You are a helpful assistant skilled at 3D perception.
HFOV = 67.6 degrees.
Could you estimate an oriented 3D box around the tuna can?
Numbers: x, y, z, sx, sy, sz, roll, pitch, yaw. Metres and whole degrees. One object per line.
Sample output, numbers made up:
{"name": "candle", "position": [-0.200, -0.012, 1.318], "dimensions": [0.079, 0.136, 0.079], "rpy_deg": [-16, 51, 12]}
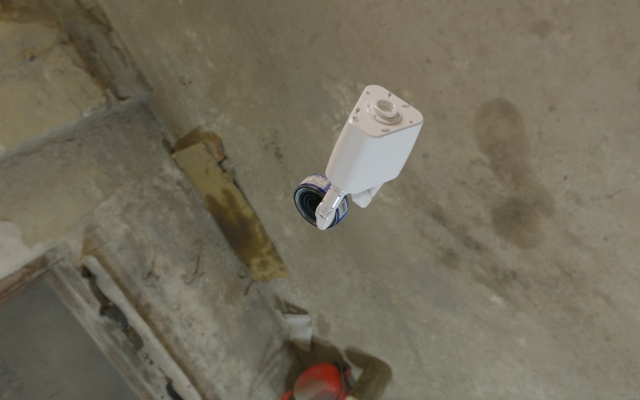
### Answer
{"name": "tuna can", "position": [0.000, 0.003, 0.743], "dimensions": [0.086, 0.086, 0.033], "rpy_deg": [0, 34, 43]}
